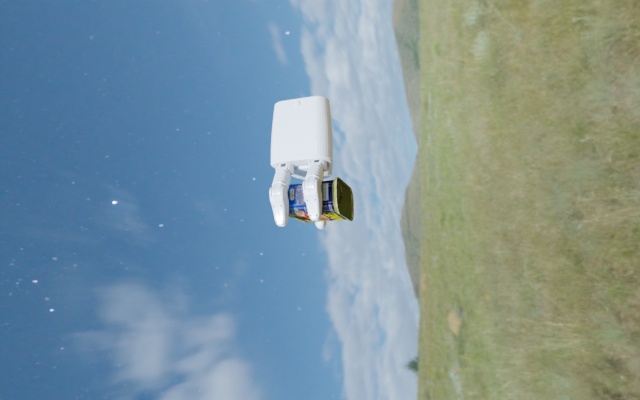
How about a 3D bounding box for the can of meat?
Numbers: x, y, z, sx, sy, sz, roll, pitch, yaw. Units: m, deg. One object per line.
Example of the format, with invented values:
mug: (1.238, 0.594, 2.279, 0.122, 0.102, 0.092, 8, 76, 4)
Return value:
can of meat: (0.000, 0.003, 0.759, 0.084, 0.057, 0.102, -5, -13, 17)
